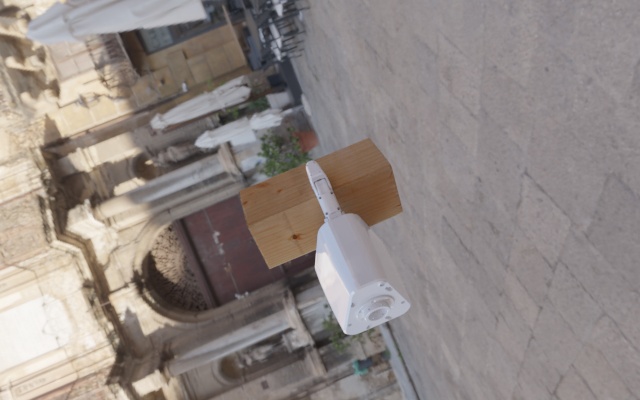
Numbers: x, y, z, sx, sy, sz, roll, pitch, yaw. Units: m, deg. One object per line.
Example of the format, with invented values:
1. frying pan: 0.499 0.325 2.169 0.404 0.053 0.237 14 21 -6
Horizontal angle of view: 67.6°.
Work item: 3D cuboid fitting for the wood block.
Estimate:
1. wood block: 0.000 0.002 0.684 0.206 0.091 0.090 -23 36 -3
